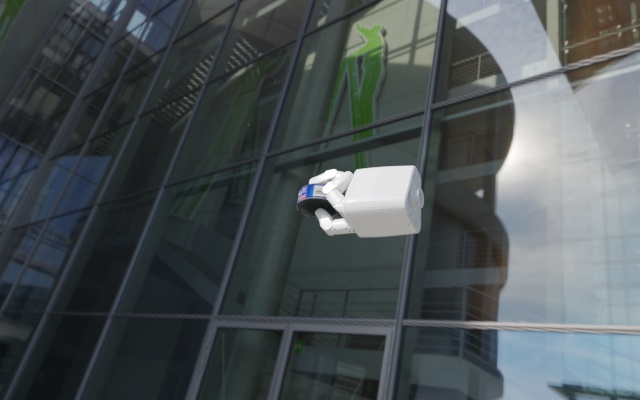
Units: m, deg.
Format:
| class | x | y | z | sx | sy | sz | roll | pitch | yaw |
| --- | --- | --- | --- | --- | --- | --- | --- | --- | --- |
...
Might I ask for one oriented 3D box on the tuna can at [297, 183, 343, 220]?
| class | x | y | z | sx | sy | sz | roll | pitch | yaw |
| --- | --- | --- | --- | --- | --- | --- | --- | --- | --- |
| tuna can | 0.000 | 0.002 | 0.891 | 0.086 | 0.033 | 0.086 | 6 | -28 | 3 |
